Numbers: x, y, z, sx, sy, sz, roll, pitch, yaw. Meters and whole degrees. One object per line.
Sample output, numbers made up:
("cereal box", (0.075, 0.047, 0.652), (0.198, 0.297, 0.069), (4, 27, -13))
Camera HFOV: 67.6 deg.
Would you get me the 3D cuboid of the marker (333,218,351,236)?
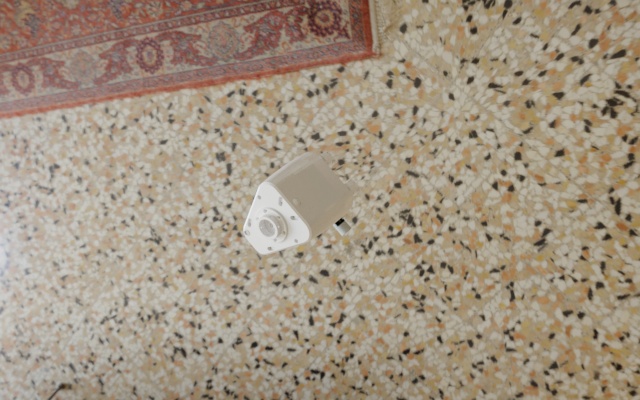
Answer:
("marker", (0.000, 0.002, 0.721), (0.020, 0.121, 0.020), (-41, -3, -2))
